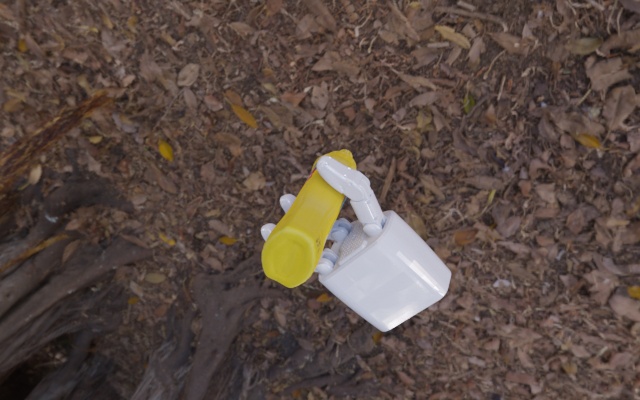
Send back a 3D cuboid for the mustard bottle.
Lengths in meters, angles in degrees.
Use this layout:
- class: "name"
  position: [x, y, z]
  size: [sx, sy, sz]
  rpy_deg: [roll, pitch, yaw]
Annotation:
- class: "mustard bottle"
  position: [0.000, 0.002, 0.545]
  size: [0.058, 0.096, 0.191]
  rpy_deg: [26, 46, 3]
